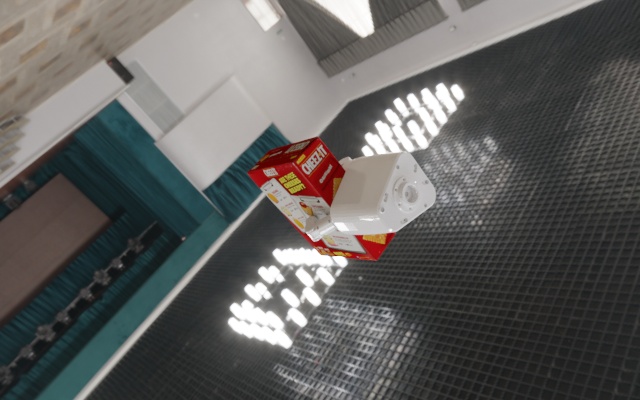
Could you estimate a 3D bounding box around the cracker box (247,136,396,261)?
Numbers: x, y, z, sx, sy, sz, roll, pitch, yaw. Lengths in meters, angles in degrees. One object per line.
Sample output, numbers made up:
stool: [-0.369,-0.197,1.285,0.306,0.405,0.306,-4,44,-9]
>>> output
cracker box: [0.000,0.003,0.797,0.072,0.214,0.164,-50,23,-25]
